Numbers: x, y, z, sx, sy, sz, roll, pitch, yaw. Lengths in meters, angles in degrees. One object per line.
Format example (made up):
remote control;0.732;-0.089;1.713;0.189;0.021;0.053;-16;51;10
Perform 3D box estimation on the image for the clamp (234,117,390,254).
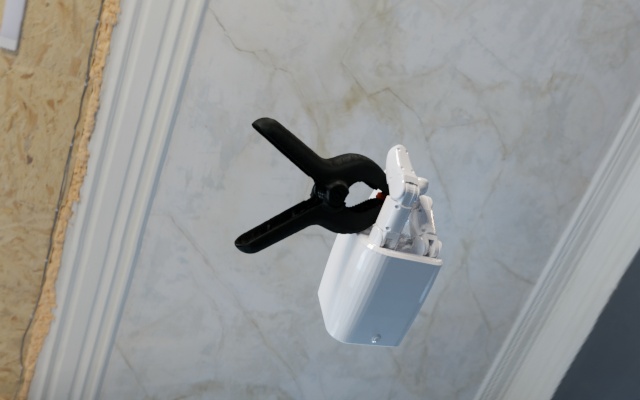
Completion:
clamp;0.000;0.001;0.448;0.171;0.120;0.039;14;15;-28
